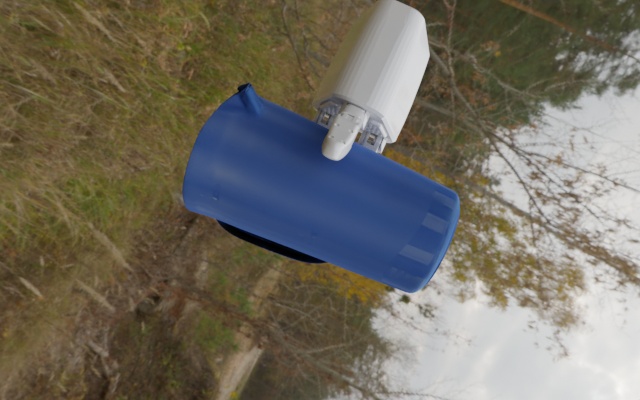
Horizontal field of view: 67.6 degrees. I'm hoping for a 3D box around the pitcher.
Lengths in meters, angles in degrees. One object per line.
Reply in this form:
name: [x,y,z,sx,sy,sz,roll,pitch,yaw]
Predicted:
pitcher: [0.000,0.001,0.473,0.243,0.145,0.149,24,-2,4]
